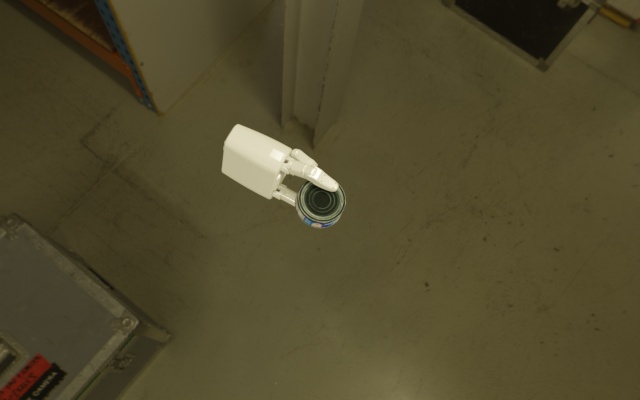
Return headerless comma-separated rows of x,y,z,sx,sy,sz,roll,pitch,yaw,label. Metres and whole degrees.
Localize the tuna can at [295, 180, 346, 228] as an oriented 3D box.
0.000,0.003,0.822,0.086,0.086,0.034,0,-18,-10,tuna can
